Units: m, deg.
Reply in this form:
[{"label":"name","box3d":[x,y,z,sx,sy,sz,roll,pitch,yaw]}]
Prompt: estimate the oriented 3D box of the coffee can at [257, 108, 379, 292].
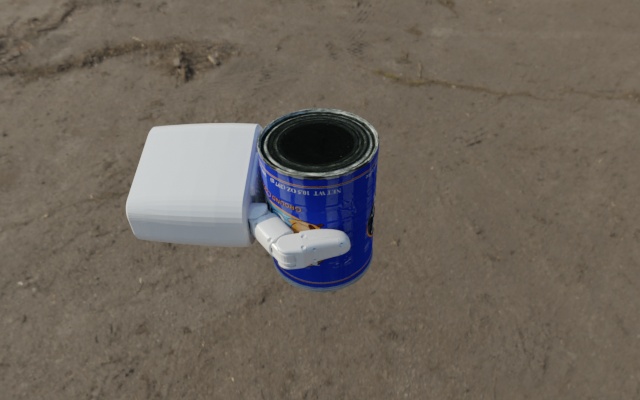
[{"label":"coffee can","box3d":[0.000,0.002,0.444,0.103,0.140,0.102,-1,41,1]}]
